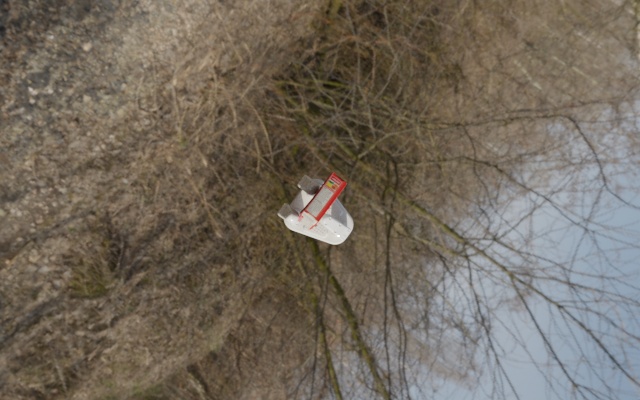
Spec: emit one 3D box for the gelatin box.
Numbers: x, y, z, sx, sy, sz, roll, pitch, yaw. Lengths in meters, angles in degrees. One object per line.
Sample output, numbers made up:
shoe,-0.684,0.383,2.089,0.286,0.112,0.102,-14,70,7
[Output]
gelatin box,0.001,0.003,0.718,0.030,0.073,0.089,37,-14,-1
